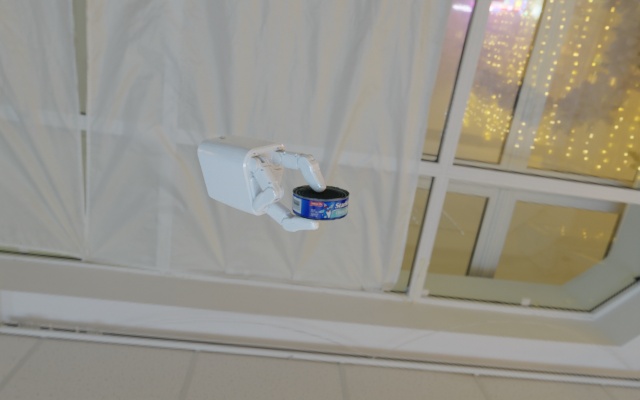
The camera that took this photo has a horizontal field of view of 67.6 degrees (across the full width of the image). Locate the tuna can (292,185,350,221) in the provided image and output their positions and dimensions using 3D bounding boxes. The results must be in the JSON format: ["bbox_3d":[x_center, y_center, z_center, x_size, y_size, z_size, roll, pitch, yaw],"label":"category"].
[{"bbox_3d":[0.000,0.003,0.721,0.086,0.034,0.086,3,15,-1],"label":"tuna can"}]
